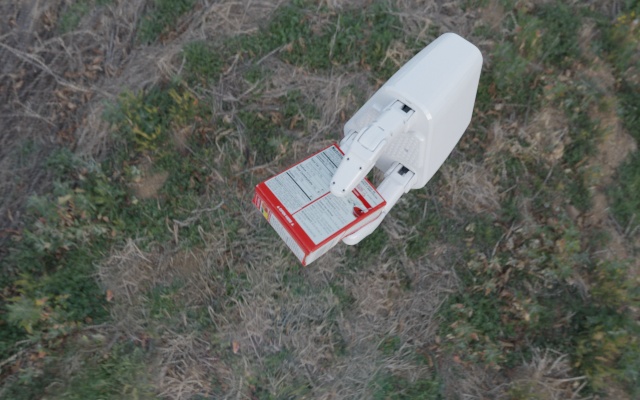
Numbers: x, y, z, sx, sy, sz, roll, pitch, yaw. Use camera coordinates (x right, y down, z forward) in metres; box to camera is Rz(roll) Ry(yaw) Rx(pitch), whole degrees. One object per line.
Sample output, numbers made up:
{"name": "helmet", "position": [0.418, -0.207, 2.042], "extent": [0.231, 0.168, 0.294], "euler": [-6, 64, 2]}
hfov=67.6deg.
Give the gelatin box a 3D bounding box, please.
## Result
{"name": "gelatin box", "position": [0.000, 0.001, 0.402], "extent": [0.089, 0.073, 0.030], "euler": [-31, -20, -28]}
